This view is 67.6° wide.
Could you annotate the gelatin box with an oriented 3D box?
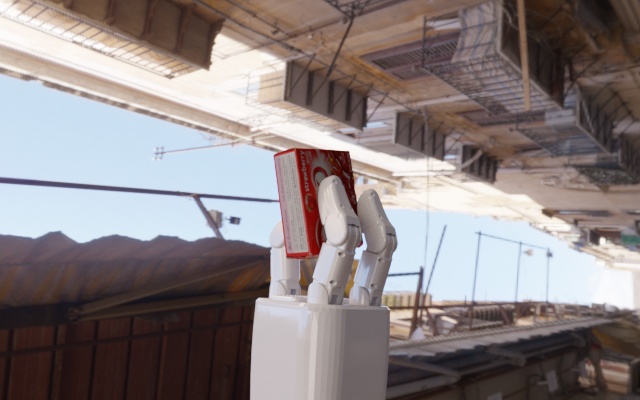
[{"bbox_3d":[0.000,0.001,0.408,0.030,0.089,0.073,-11,-4,40],"label":"gelatin box"}]
